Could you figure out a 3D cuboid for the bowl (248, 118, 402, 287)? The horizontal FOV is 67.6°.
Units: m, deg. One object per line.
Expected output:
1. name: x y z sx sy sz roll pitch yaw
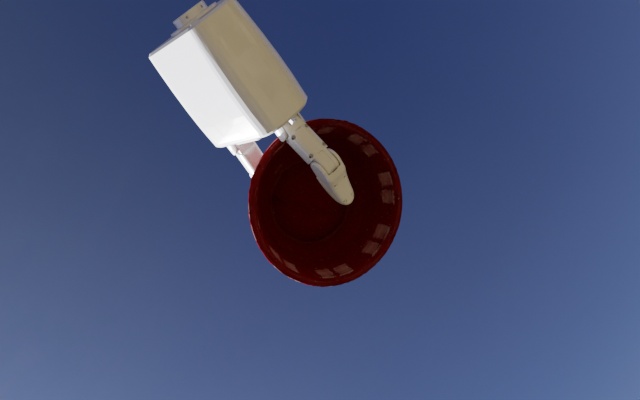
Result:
1. bowl: 0.000 0.003 0.481 0.162 0.162 0.055 0 2 -23
